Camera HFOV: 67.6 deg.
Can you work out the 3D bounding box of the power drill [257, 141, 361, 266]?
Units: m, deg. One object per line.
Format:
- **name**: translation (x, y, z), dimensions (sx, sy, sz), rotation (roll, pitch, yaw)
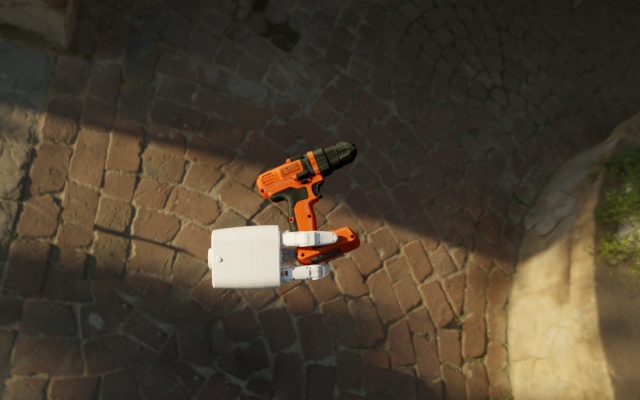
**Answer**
- **power drill**: translation (0.000, 0.003, 0.803), dimensions (0.184, 0.187, 0.057), rotation (-23, -26, 5)
